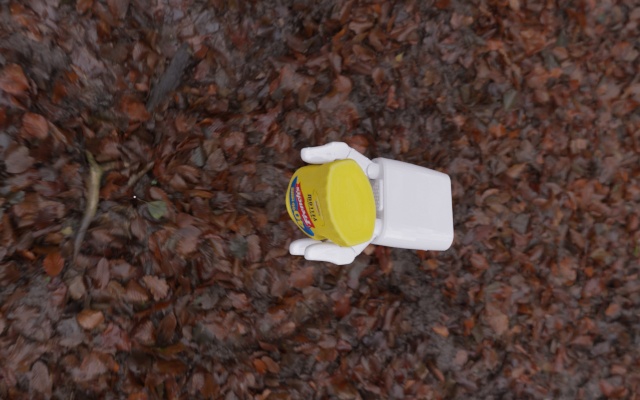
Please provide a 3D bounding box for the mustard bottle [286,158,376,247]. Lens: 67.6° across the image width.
[{"bbox_3d":[0.000,0.002,0.600,0.058,0.096,0.191,-17,6,-20],"label":"mustard bottle"}]
